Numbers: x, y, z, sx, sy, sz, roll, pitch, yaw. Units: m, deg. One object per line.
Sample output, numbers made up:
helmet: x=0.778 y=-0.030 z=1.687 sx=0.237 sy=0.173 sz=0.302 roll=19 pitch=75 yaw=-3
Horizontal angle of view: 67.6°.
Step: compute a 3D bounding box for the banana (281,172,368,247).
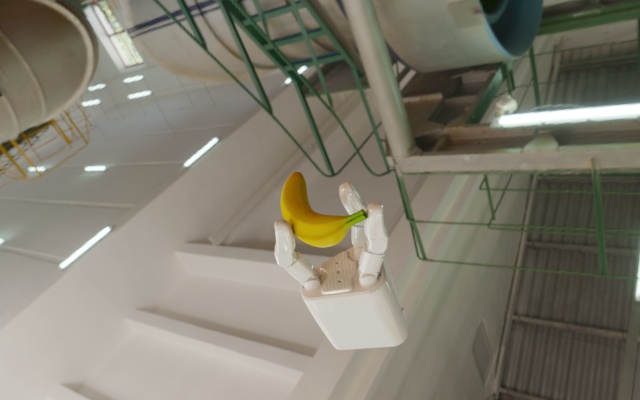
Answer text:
banana: x=-0.013 y=0.013 z=0.590 sx=0.069 sy=0.037 sz=0.197 roll=-35 pitch=29 yaw=-12
